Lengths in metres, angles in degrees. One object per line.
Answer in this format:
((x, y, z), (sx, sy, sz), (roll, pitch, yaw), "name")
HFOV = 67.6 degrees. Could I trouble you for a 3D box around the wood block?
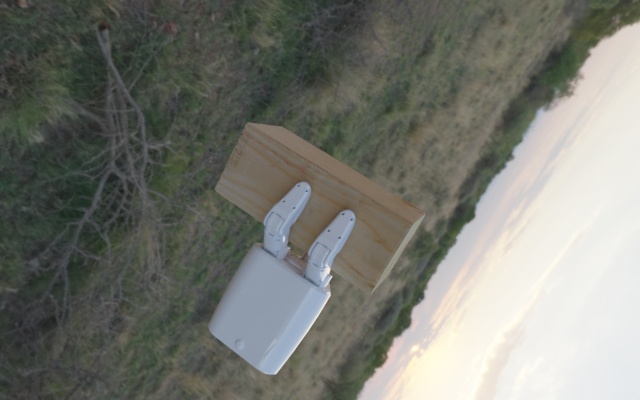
((0.000, 0.002, 0.535), (0.206, 0.090, 0.091), (33, 15, 15), "wood block")
